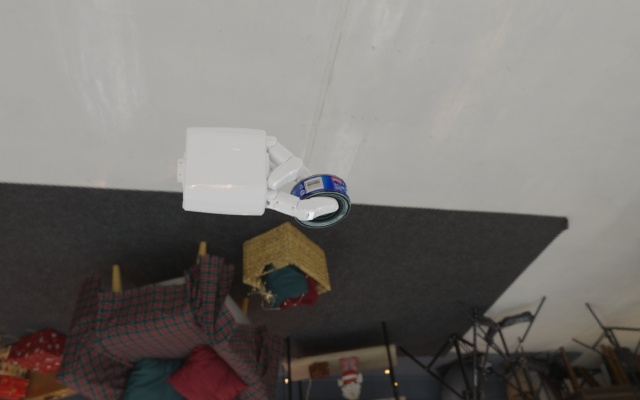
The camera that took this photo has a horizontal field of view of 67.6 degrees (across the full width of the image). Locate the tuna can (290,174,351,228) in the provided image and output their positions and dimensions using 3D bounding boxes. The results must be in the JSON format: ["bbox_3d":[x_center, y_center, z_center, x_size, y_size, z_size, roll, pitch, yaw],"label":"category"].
[{"bbox_3d":[0.000,0.003,0.691,0.086,0.033,0.086,-8,-39,-6],"label":"tuna can"}]
